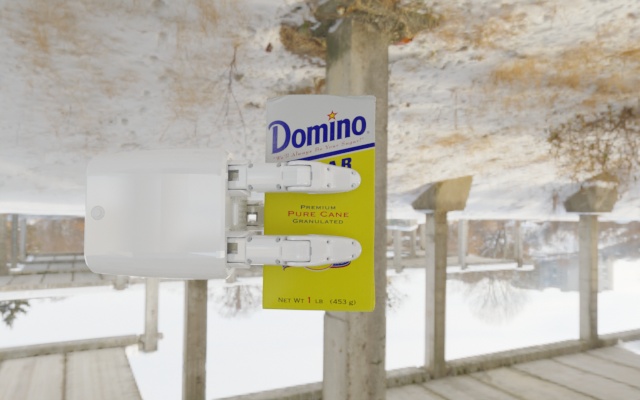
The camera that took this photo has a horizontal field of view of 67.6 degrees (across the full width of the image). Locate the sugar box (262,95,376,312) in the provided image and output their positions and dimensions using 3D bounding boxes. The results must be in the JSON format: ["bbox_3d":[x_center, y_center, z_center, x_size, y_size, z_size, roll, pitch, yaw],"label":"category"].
[{"bbox_3d":[0.000,0.001,0.402,0.093,0.176,0.048,0,-1,4],"label":"sugar box"}]
